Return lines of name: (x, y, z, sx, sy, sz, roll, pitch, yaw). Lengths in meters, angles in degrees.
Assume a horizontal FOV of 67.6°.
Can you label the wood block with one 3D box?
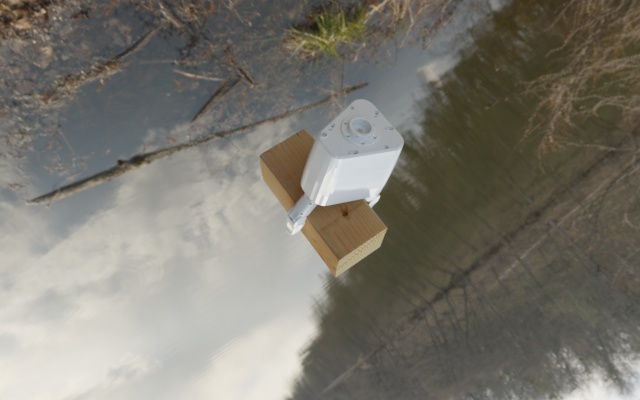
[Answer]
wood block: (0.000, 0.003, 0.746, 0.091, 0.206, 0.090, -32, -20, -15)
